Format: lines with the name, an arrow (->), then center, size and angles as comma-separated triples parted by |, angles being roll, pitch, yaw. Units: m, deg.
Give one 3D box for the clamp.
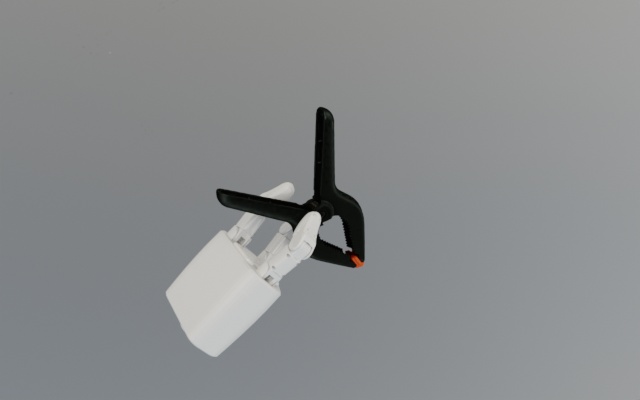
clamp -> 0.001, 0.003, 0.589 | 0.210, 0.164, 0.036 | 45, -1, -28
